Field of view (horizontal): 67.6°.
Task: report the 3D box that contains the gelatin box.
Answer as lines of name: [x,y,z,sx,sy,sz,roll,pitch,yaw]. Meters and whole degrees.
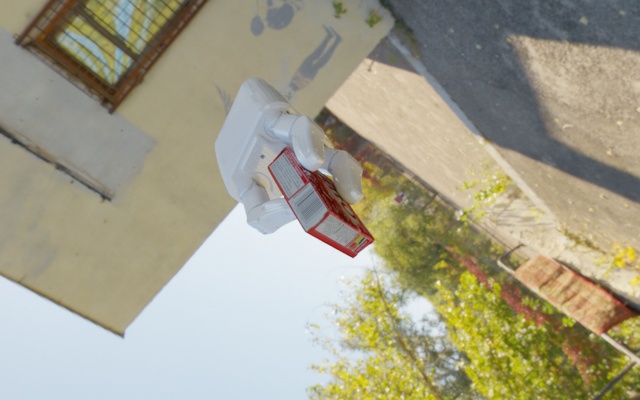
gelatin box: [0.000,0.002,0.416,0.073,0.030,0.089,34,17,-48]
